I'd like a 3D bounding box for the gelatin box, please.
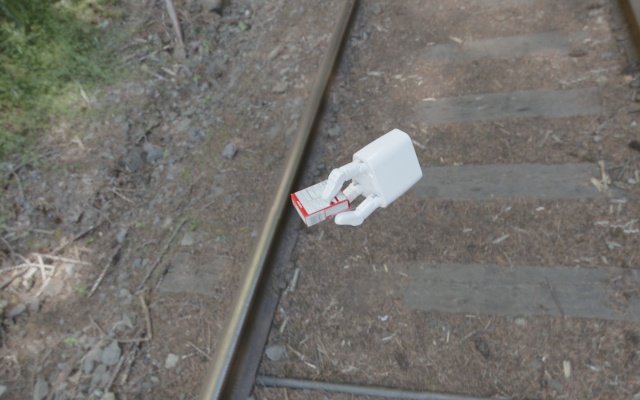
[{"bbox_3d":[0.000,0.003,0.885,0.089,0.030,0.073,-22,43,-12],"label":"gelatin box"}]
